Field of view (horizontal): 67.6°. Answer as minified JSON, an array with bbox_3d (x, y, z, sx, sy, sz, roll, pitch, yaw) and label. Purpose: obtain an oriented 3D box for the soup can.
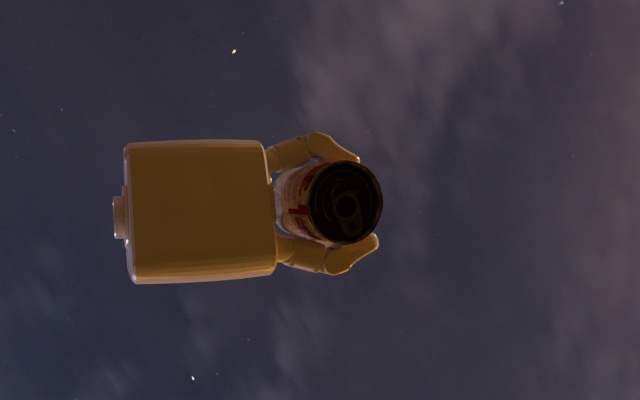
[{"bbox_3d":[0.000,0.001,0.428,0.068,0.068,0.102,0,0,-25],"label":"soup can"}]
